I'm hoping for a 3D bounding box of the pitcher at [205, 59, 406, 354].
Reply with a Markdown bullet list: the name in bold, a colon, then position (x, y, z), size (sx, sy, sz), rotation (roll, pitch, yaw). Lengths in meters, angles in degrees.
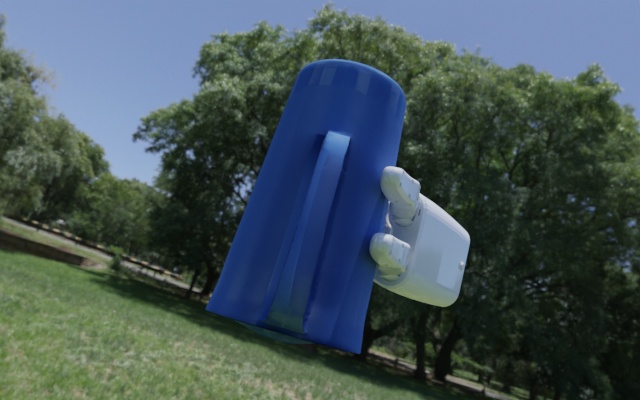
- **pitcher**: position (0.000, 0.001, 0.417), size (0.149, 0.242, 0.145), rotation (1, -20, 45)
